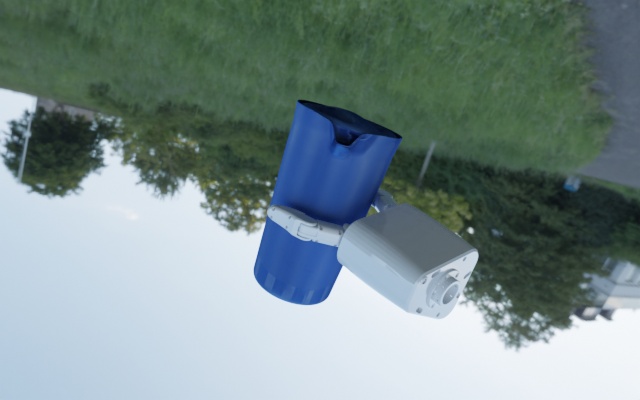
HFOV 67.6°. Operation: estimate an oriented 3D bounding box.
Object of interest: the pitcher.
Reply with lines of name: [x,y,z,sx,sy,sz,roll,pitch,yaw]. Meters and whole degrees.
pitcher: [0.000,0.002,0.614,0.149,0.243,0.145,3,24,-45]
